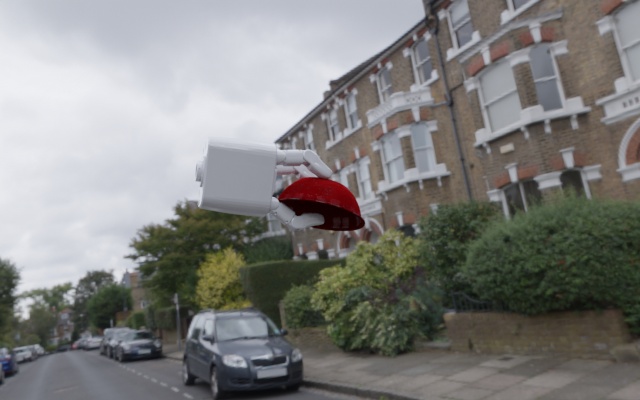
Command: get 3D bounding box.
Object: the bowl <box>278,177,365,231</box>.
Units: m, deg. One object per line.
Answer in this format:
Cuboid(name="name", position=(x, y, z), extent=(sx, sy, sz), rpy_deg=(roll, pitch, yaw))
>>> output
Cuboid(name="bowl", position=(0.001, 0.003, 0.810), extent=(0.162, 0.055, 0.162), rpy_deg=(11, -18, 4))
